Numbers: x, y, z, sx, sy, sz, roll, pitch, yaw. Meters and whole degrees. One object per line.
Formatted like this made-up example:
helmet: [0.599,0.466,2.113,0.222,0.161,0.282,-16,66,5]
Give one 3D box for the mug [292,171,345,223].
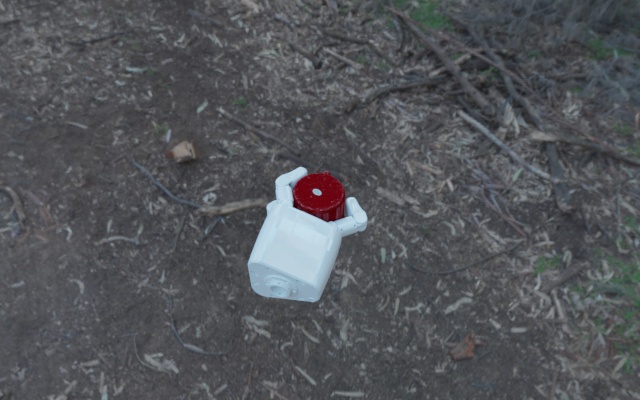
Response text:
mug: [0.001,0.001,0.765,0.093,0.117,0.082,12,-40,9]
